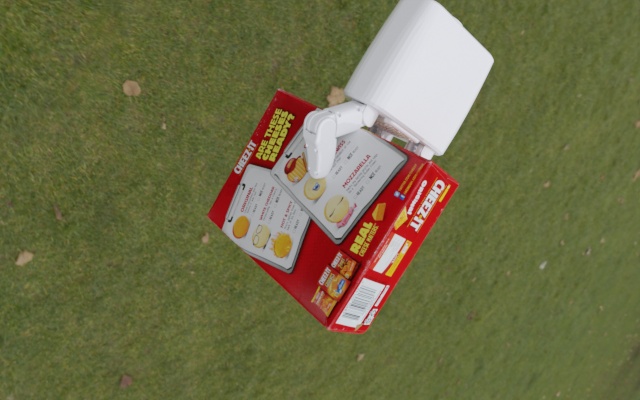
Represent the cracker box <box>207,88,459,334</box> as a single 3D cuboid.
[{"bbox_3d":[0.000,0.002,0.475,0.213,0.164,0.072,34,5,41],"label":"cracker box"}]
